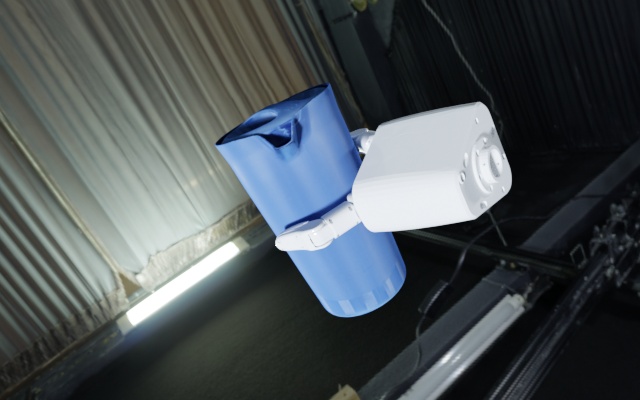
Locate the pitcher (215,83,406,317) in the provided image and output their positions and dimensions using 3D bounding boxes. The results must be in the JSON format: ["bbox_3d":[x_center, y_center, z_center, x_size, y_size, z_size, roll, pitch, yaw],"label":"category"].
[{"bbox_3d":[0.000,0.002,0.539,0.145,0.243,0.149,-9,26,42],"label":"pitcher"}]
